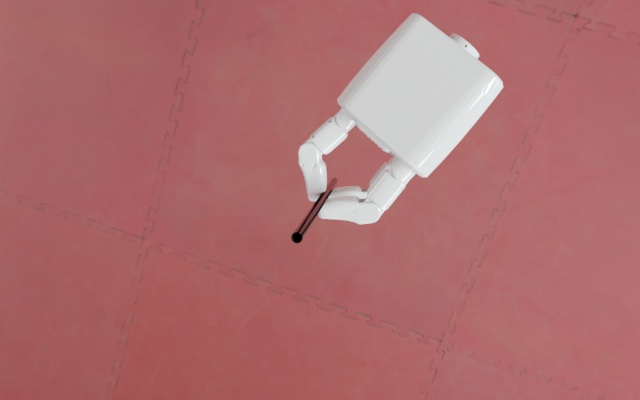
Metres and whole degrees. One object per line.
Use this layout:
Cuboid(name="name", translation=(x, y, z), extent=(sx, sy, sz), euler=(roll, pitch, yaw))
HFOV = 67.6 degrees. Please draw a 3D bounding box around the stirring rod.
Cuboid(name="stirring rod", translation=(0.000, 0.001, 0.446), extent=(0.011, 0.011, 0.239), euler=(0, 12, 8))
